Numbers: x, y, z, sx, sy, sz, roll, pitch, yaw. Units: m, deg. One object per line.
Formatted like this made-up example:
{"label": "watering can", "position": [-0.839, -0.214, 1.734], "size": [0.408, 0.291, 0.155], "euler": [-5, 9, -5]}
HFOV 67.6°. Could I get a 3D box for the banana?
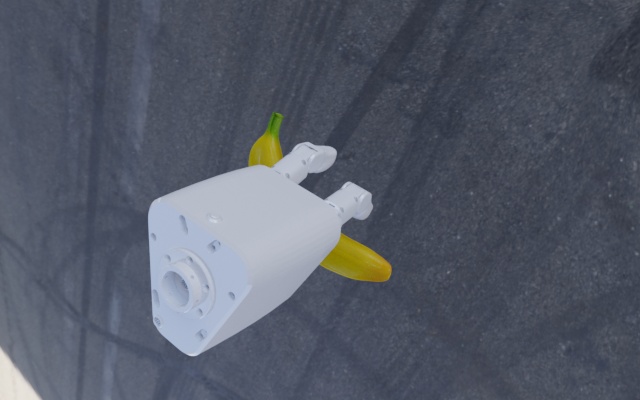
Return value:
{"label": "banana", "position": [-0.015, 0.010, 0.461], "size": [0.070, 0.197, 0.037], "euler": [-41, -12, 26]}
